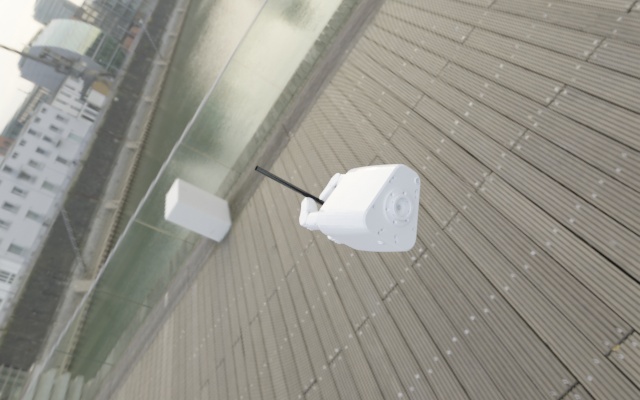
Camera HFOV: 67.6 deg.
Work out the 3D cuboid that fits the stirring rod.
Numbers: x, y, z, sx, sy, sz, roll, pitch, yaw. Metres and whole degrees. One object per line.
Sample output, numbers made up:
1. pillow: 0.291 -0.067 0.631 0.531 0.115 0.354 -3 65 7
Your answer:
1. stirring rod: 0.000 0.002 0.756 0.239 0.011 0.011 28 -14 -28
